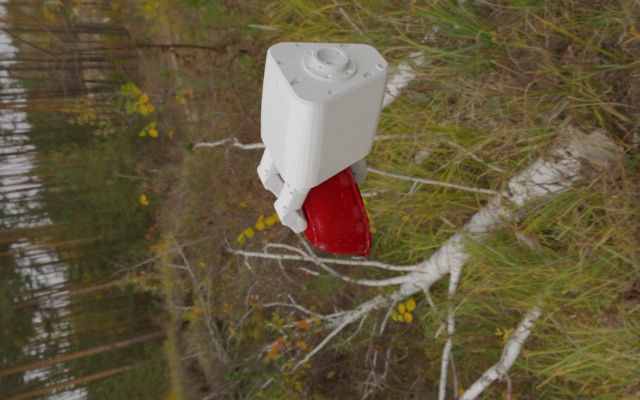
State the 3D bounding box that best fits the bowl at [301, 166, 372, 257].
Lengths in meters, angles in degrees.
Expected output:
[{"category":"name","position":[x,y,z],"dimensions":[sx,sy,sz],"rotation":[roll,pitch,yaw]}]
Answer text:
[{"category":"bowl","position":[0.000,0.003,0.572],"dimensions":[0.055,0.162,0.162],"rotation":[-22,5,-12]}]
